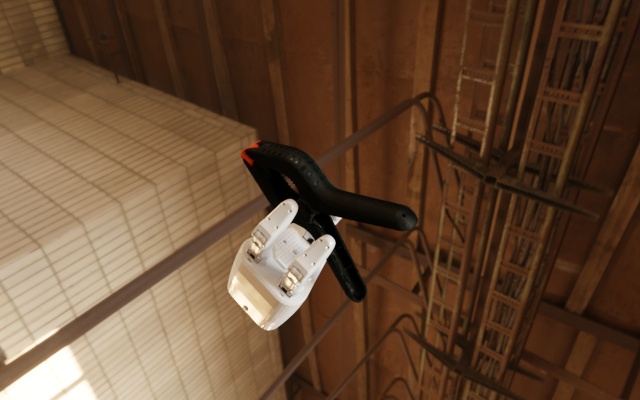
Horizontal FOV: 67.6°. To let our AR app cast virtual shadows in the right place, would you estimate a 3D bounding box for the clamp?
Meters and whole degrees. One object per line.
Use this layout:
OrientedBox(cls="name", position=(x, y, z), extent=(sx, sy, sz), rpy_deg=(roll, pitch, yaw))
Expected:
OrientedBox(cls="clamp", position=(0.000, 0.001, 0.504), extent=(0.036, 0.210, 0.165), rpy_deg=(-37, -12, -37))
